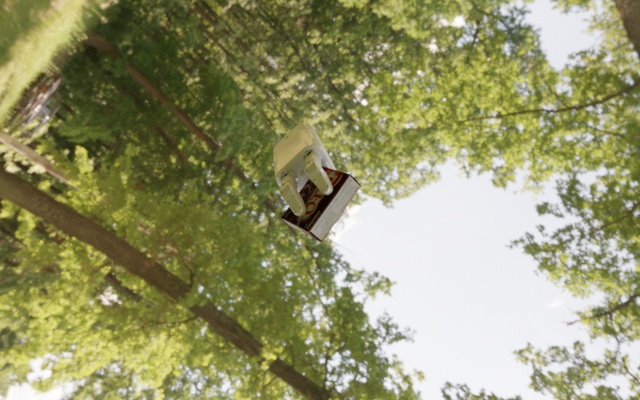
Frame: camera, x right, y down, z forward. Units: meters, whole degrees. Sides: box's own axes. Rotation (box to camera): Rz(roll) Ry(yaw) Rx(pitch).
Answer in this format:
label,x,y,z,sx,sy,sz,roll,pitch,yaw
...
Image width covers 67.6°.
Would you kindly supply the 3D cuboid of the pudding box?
label,x,y,z,sx,sy,sz,roll,pitch,yaw
pudding box,0.000,0.003,0.761,0.039,0.113,0.090,39,-10,-33
